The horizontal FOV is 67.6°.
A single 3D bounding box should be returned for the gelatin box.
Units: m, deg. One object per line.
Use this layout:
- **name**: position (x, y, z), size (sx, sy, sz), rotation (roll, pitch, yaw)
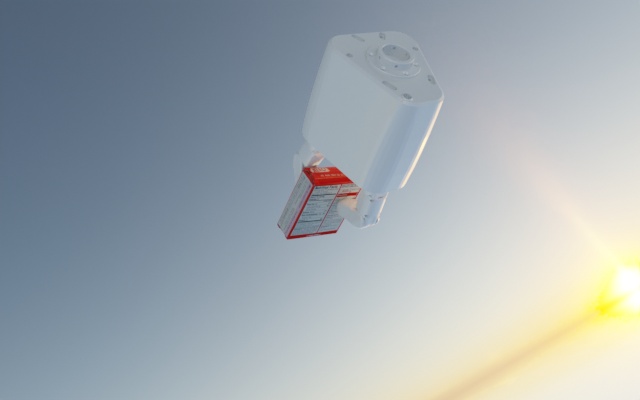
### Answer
- **gelatin box**: position (0.000, 0.002, 0.544), size (0.073, 0.089, 0.030), rotation (-5, 46, -37)
